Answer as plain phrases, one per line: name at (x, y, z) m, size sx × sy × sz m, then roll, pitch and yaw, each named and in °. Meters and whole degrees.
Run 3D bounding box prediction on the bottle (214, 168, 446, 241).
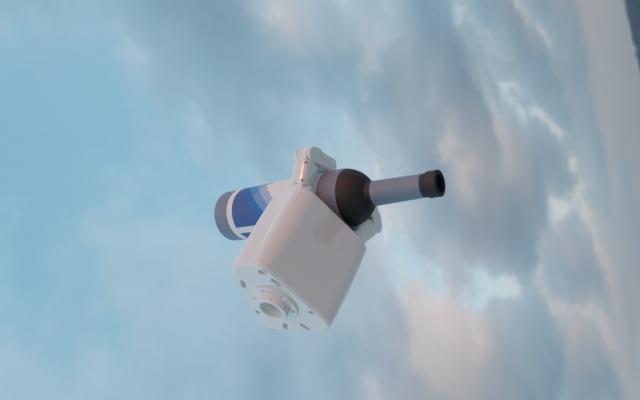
bottle at (0.000, 0.002, 0.554) m, size 0.296 × 0.069 × 0.069 m, roll -9°, pitch -6°, yaw 36°
